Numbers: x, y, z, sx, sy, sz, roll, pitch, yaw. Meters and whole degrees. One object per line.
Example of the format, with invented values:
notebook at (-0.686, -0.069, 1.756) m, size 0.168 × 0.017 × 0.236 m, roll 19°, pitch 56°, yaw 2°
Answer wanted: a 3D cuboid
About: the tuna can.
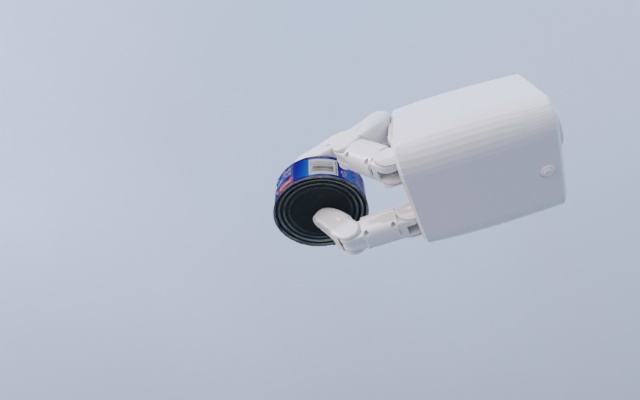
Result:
tuna can at (0.000, 0.001, 0.439) m, size 0.086 × 0.086 × 0.033 m, roll 0°, pitch 42°, yaw -2°
